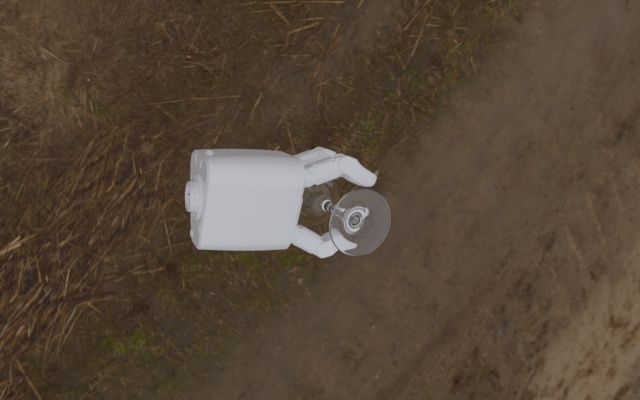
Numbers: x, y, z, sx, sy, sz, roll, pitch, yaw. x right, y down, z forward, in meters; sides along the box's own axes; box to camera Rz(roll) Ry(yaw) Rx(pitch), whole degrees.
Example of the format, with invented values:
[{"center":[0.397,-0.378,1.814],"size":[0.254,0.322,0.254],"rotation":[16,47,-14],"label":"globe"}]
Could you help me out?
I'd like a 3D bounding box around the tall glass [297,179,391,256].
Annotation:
[{"center":[0.001,0.002,0.591],"size":[0.079,0.079,0.201],"rotation":[0,13,-26],"label":"tall glass"}]
